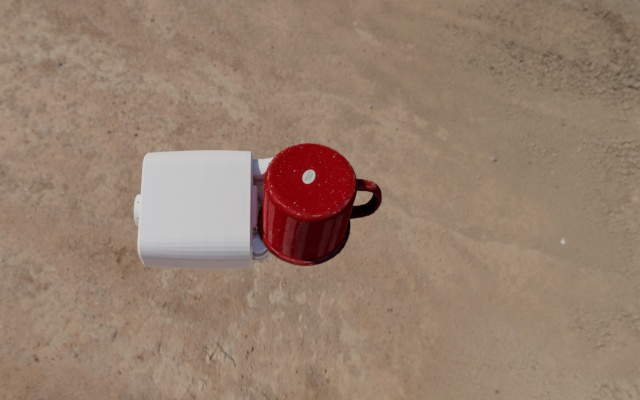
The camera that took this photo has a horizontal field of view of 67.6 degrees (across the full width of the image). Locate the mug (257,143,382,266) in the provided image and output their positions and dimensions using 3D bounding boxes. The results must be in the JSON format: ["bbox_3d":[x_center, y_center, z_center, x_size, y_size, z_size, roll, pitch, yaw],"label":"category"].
[{"bbox_3d":[0.002,0.001,0.442,0.117,0.093,0.081,-1,-31,-8],"label":"mug"}]
